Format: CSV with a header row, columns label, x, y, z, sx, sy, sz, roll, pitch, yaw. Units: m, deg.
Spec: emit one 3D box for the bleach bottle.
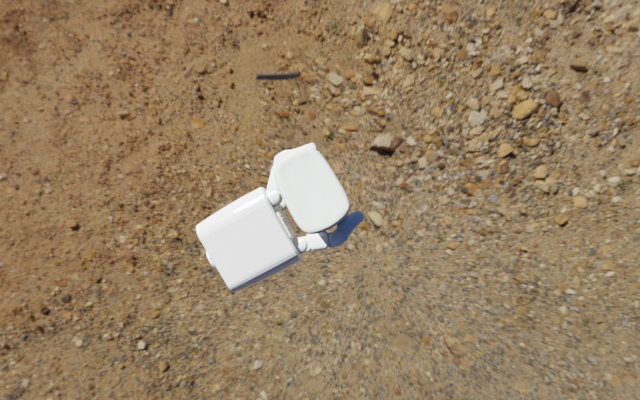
label,x,y,z,sx,sy,sz,roll,pitch,yaw
bleach bottle,0.000,0.002,0.669,0.068,0.102,0.251,-29,-9,1
